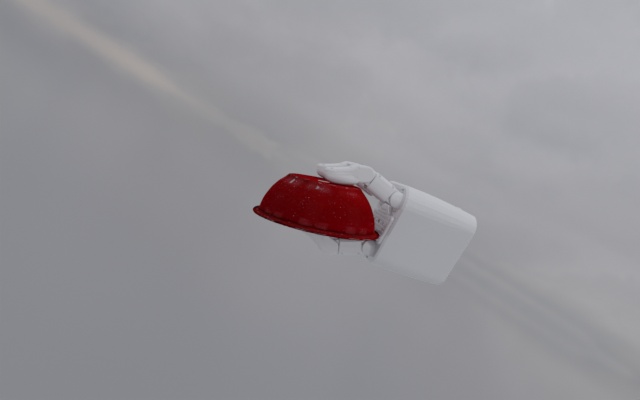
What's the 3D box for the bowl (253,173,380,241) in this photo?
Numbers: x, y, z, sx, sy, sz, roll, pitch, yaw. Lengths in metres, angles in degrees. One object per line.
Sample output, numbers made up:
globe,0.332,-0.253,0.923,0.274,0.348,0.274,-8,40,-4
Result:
bowl,-0.001,0.001,0.592,0.162,0.055,0.162,12,6,-1
